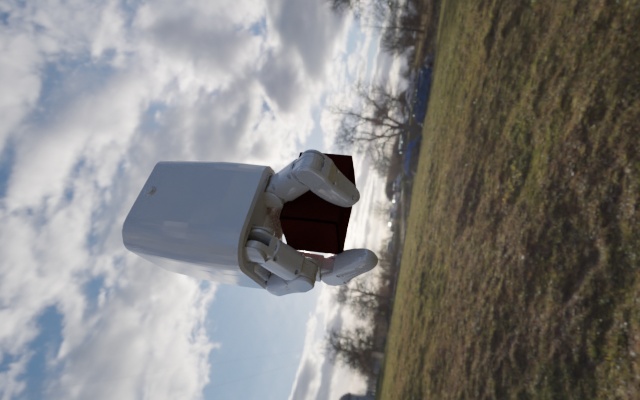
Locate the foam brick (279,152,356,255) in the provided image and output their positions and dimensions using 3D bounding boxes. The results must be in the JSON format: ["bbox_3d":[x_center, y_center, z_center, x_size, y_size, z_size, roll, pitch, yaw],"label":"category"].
[{"bbox_3d":[0.000,0.001,0.433,0.051,0.078,0.053,6,-37,13],"label":"foam brick"}]
